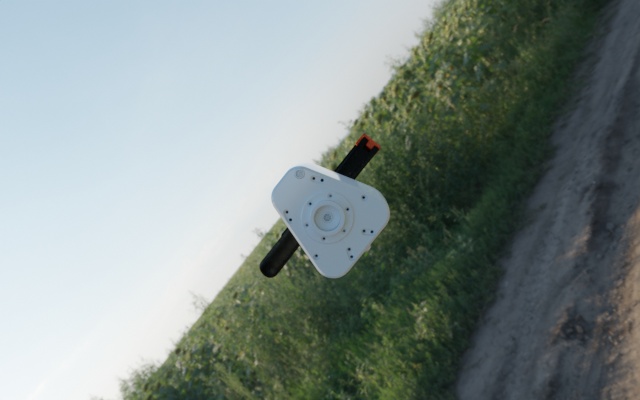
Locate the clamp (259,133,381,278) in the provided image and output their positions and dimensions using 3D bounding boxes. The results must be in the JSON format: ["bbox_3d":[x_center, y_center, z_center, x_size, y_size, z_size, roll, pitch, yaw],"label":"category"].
[{"bbox_3d":[0.000,0.001,0.634,0.036,0.210,0.164,39,4,-3],"label":"clamp"}]
